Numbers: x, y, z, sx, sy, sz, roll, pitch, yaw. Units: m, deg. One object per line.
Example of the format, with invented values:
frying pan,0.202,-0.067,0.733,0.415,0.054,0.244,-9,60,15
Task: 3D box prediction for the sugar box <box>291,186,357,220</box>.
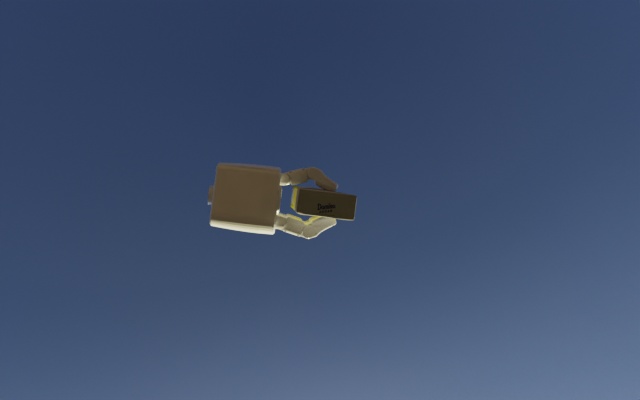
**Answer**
sugar box,0.000,0.003,0.819,0.093,0.048,0.176,7,4,-6
